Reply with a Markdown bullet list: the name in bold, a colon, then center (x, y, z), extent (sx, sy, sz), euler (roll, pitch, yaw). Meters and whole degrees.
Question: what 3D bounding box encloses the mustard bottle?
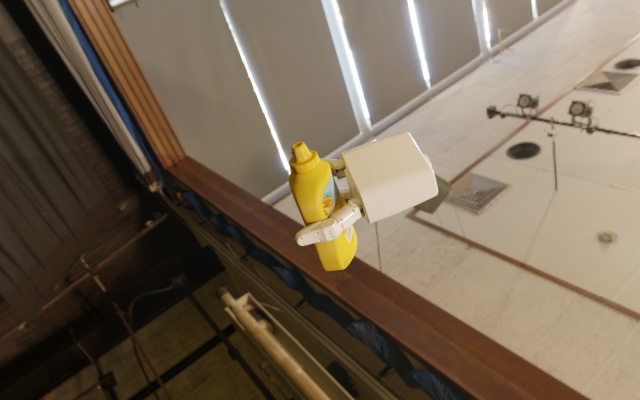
- **mustard bottle**: center (0.000, 0.003, 0.679), extent (0.058, 0.192, 0.096), euler (-7, 35, 21)
